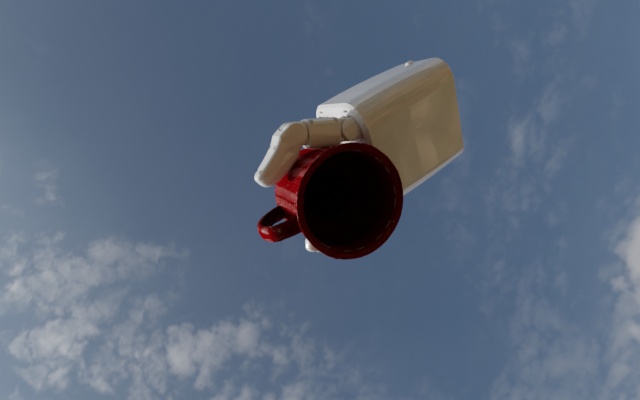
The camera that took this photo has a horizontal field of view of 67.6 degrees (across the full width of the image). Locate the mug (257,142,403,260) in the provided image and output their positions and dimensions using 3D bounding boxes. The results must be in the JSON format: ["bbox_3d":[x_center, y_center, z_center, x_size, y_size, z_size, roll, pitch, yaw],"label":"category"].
[{"bbox_3d":[-0.001,0.002,0.406,0.117,0.093,0.081,-30,18,-15],"label":"mug"}]
